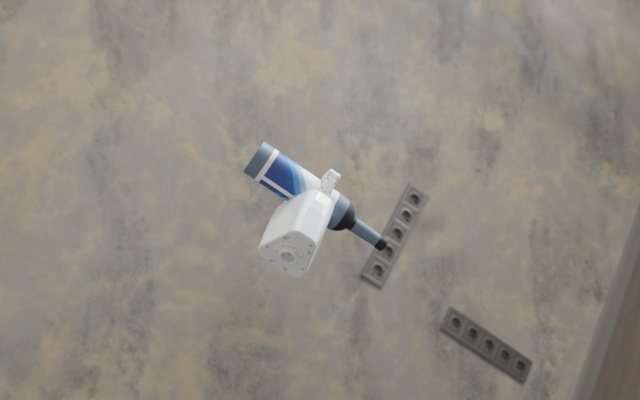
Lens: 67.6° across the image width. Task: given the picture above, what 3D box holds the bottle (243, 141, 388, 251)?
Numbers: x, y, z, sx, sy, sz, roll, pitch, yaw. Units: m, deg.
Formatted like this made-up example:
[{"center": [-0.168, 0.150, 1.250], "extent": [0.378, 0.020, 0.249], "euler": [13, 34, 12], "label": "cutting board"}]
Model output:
[{"center": [0.000, 0.003, 0.876], "extent": [0.296, 0.069, 0.069], "euler": [34, -7, -10], "label": "bottle"}]
